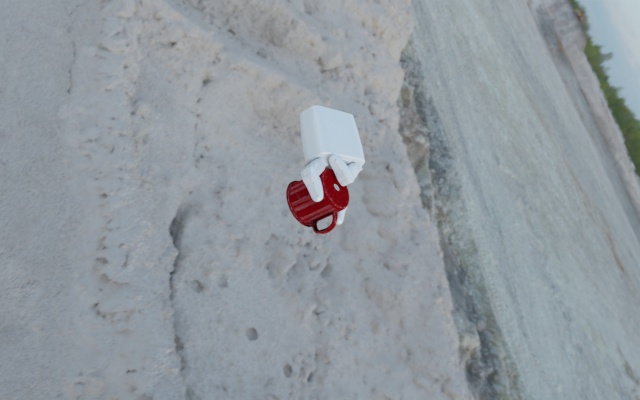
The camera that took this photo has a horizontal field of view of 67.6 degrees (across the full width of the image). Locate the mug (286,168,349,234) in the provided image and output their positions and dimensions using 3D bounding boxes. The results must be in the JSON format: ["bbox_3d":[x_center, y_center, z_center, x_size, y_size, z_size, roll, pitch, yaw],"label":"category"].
[{"bbox_3d":[0.000,0.004,0.865,0.081,0.117,0.093,-25,-26,32],"label":"mug"}]
